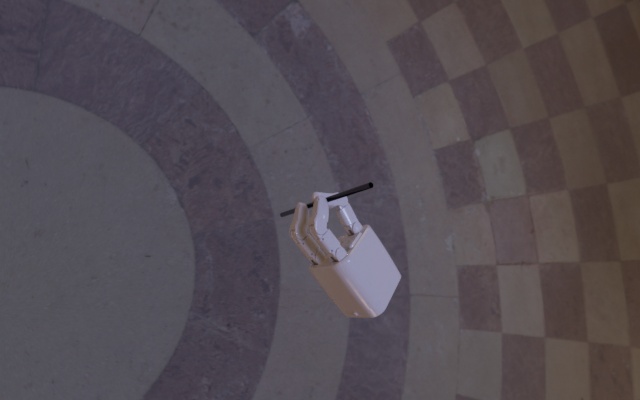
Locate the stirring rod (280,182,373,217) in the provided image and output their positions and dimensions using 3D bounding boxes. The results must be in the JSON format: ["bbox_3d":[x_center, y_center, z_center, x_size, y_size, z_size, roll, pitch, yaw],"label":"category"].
[{"bbox_3d":[0.000,0.002,0.723,0.011,0.011,0.239,0,-11,-34],"label":"stirring rod"}]
